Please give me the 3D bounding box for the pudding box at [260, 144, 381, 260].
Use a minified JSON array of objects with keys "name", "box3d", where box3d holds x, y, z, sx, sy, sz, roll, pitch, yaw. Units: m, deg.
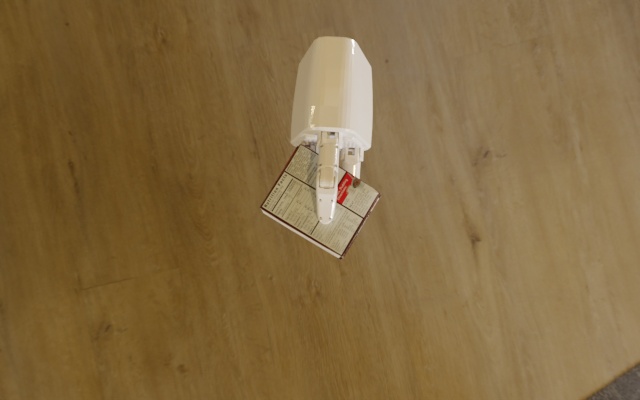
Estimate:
[{"name":"pudding box","box3d":[0.000,0.002,0.550,0.113,0.090,0.039,31,-7,5]}]
